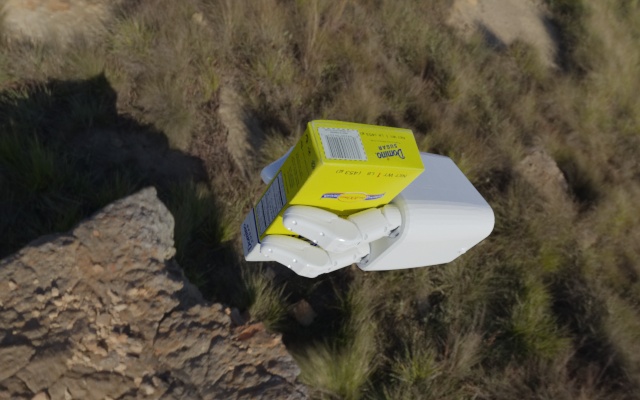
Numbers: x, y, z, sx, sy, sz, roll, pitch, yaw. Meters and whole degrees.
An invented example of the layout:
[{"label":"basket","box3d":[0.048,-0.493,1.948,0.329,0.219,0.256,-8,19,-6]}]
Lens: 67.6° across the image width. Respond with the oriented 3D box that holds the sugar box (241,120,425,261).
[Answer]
[{"label":"sugar box","box3d":[0.000,0.002,0.418,0.093,0.048,0.176,2,-32,-27]}]
